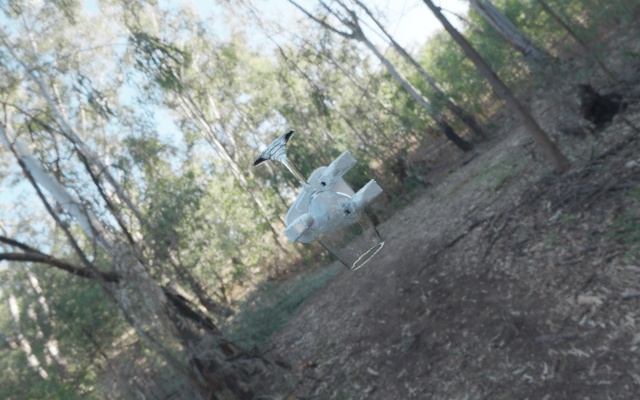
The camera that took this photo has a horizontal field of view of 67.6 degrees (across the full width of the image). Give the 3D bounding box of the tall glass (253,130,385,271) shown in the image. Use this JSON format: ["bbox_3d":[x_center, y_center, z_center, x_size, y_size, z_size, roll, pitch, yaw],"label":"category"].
[{"bbox_3d":[0.000,0.002,0.660,0.079,0.201,0.079,-41,-1,-1],"label":"tall glass"}]
